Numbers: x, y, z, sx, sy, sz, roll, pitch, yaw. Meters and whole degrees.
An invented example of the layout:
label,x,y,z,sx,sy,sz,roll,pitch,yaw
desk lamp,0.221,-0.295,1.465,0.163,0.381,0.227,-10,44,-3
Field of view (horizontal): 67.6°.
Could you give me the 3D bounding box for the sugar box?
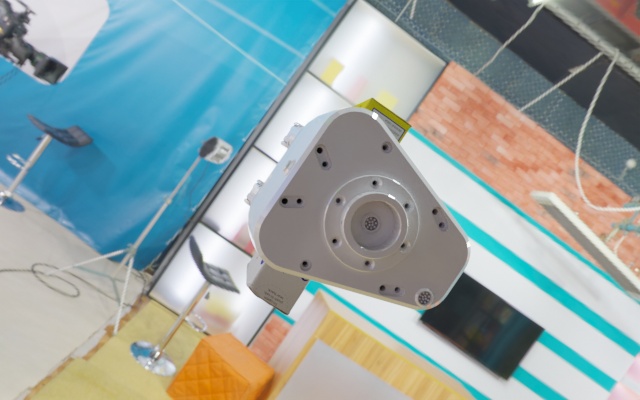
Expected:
label,x,y,z,sx,sy,sz,roll,pitch,yaw
sugar box,0.000,0.001,0.406,0.048,0.176,0.093,35,-1,-10
